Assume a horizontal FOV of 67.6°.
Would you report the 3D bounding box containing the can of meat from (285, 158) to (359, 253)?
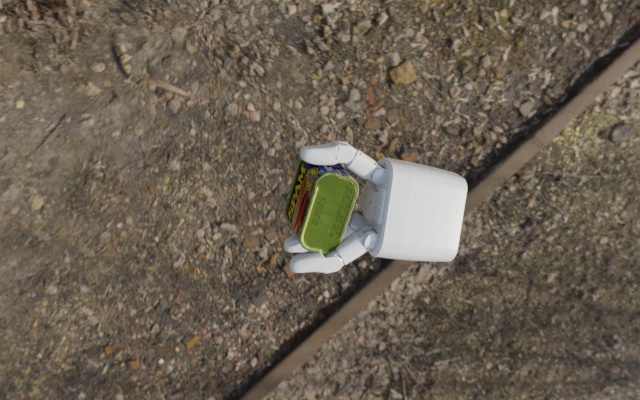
[{"bbox_3d":[0.000,0.002,0.567,0.057,0.102,0.084,11,17,-18],"label":"can of meat"}]
